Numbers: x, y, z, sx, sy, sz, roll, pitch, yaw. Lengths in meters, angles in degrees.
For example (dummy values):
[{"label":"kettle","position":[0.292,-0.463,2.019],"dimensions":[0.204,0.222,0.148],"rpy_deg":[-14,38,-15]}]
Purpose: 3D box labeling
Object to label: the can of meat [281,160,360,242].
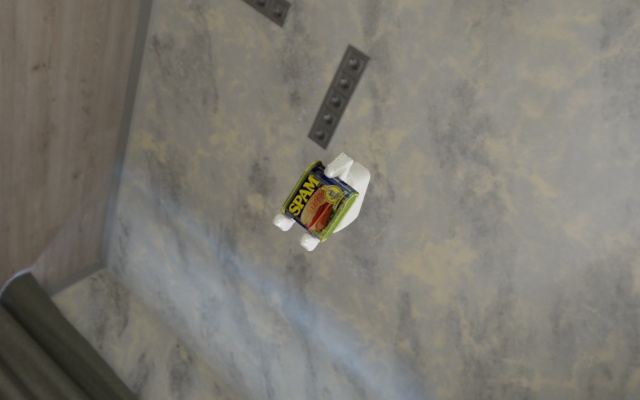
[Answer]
[{"label":"can of meat","position":[0.000,0.003,0.755],"dimensions":[0.084,0.102,0.057],"rpy_deg":[38,18,13]}]
